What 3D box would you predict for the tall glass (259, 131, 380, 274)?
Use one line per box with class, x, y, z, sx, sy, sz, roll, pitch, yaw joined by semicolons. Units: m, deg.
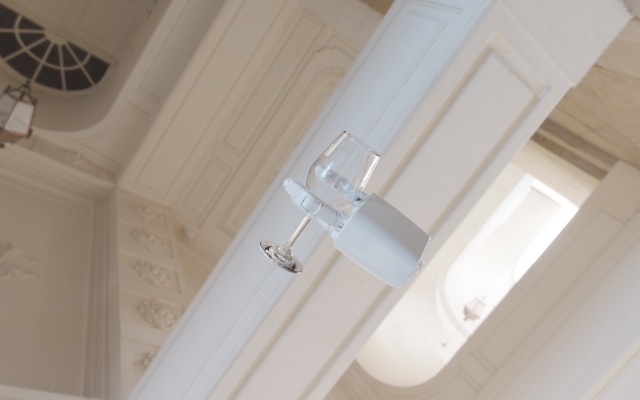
tall glass;0.000;0.003;0.668;0.079;0.201;0.079;34;12;-8
